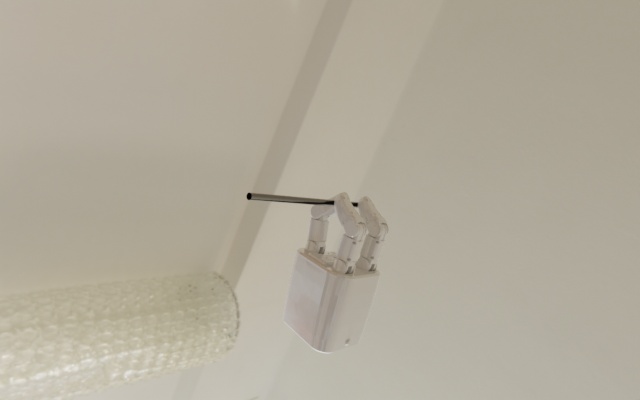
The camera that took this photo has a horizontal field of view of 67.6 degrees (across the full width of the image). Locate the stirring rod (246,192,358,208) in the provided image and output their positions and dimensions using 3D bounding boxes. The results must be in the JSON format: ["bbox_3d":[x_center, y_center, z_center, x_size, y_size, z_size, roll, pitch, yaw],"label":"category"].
[{"bbox_3d":[0.000,0.002,0.587,0.011,0.011,0.239,0,-3,38],"label":"stirring rod"}]
